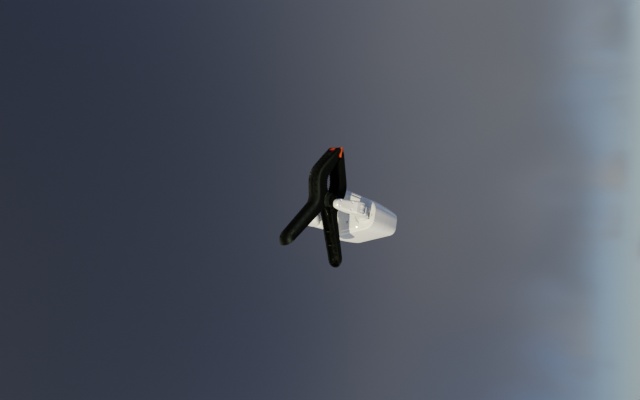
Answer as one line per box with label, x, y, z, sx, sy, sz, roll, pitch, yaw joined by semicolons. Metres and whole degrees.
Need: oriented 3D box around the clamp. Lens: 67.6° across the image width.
clamp;0.001;0.002;0.822;0.036;0.210;0.164;3;-11;36
